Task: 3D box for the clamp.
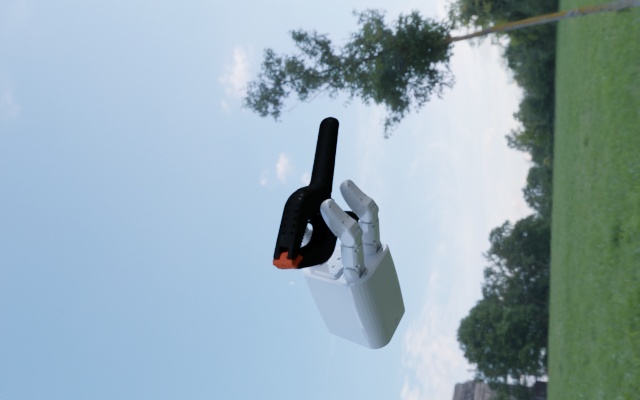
[{"bbox_3d":[-0.001,0.002,0.580,0.036,0.165,0.210,-6,24,33],"label":"clamp"}]
